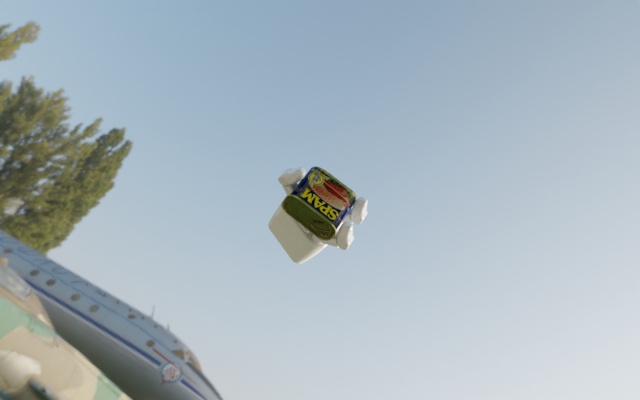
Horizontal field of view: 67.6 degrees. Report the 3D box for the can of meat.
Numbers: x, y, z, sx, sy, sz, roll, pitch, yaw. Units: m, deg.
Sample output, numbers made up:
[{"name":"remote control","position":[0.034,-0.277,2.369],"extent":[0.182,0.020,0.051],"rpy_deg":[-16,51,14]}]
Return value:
[{"name":"can of meat","position":[0.000,0.002,0.805],"extent":[0.102,0.084,0.057],"rpy_deg":[38,-34,-1]}]
